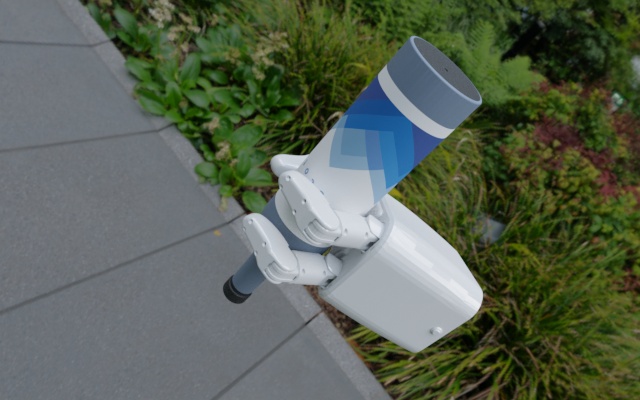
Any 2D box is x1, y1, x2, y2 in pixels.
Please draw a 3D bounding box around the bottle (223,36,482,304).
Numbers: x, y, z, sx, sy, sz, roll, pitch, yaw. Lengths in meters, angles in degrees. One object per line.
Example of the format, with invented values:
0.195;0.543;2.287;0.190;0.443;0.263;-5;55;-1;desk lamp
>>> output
0.000;0.001;0.402;0.069;0.069;0.296;0;-38;-48;bottle
